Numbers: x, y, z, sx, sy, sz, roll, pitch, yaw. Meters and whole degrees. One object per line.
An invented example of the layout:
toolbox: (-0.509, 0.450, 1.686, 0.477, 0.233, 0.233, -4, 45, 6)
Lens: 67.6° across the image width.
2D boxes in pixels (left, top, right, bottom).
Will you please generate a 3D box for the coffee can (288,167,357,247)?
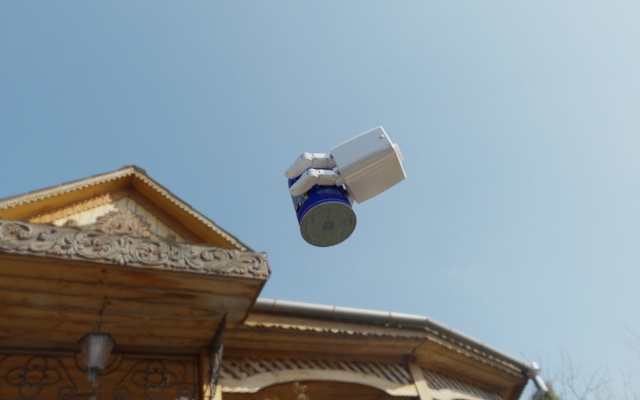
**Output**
coffee can: (0.000, 0.003, 0.892, 0.103, 0.103, 0.140, 0, 38, -16)
